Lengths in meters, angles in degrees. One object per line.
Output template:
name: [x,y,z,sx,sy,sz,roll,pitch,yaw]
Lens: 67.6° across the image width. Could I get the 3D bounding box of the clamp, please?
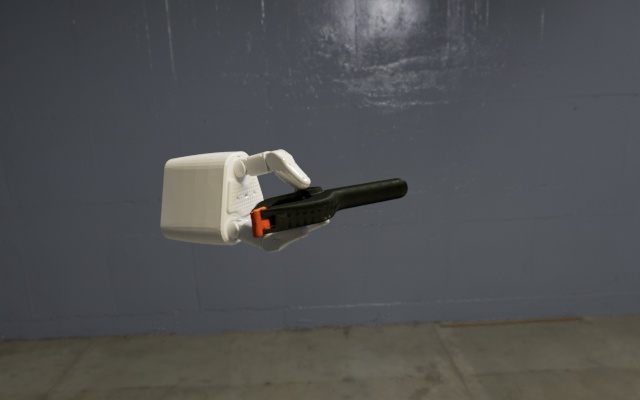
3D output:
clamp: [0.000,0.001,0.557,0.164,0.036,0.210,-3,10,27]
